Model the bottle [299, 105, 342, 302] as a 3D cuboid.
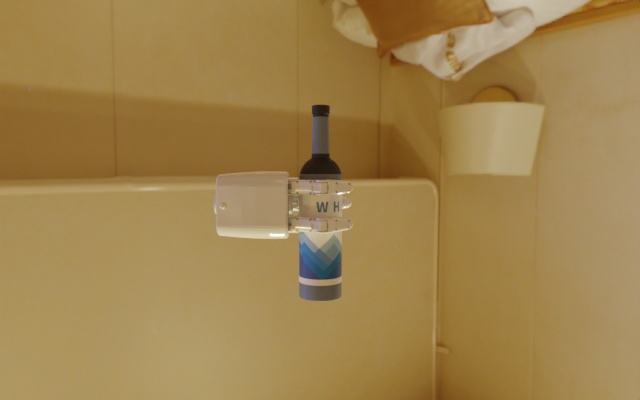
[{"bbox_3d":[0.000,0.003,0.737,0.069,0.296,0.069,0,4,0],"label":"bottle"}]
